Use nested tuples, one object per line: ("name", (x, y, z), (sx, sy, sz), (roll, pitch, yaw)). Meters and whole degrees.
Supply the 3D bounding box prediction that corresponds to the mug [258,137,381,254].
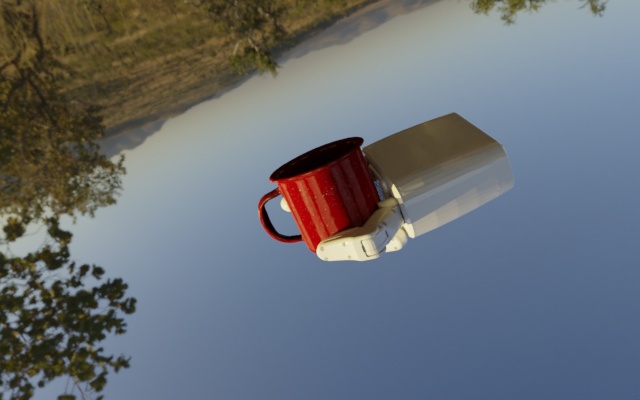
("mug", (-0.001, 0.002, 0.444), (0.117, 0.081, 0.093), (-24, 16, -1))
